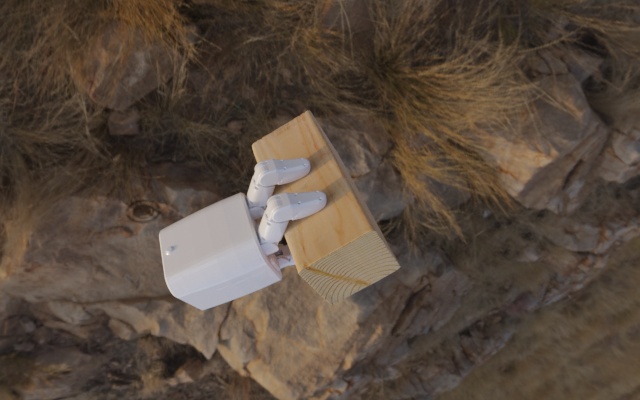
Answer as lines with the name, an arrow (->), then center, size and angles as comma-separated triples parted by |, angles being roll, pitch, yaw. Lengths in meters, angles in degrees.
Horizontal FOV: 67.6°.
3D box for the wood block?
wood block -> 0.000, 0.002, 0.559 | 0.090, 0.206, 0.091 | -30, -41, 6
